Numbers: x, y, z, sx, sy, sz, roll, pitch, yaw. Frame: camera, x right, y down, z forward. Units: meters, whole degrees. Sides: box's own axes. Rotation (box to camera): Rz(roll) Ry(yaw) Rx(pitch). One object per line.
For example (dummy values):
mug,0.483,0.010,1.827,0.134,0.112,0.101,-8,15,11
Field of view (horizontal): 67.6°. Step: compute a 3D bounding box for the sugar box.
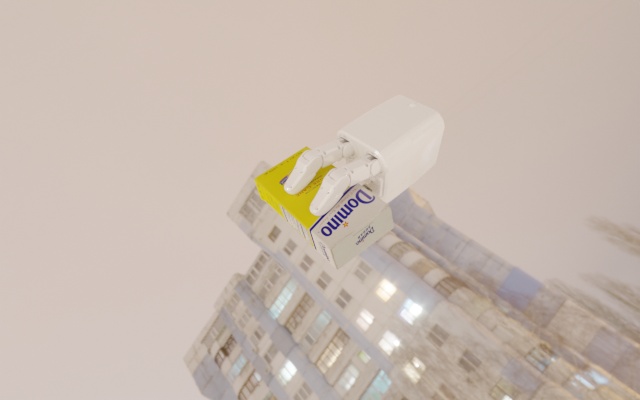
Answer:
sugar box,0.000,0.001,0.608,0.093,0.048,0.176,-35,44,-18
